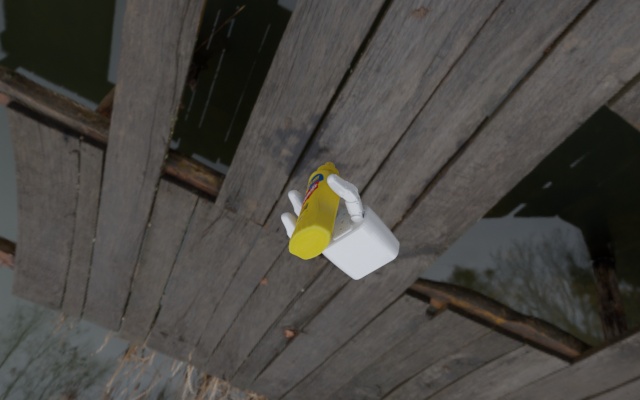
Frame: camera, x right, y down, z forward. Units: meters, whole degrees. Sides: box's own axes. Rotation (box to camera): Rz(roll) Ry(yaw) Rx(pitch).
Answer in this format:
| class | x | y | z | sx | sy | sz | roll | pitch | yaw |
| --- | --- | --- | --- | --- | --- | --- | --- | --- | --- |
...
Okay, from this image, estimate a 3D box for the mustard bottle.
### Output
| class | x | y | z | sx | sy | sz | roll | pitch | yaw |
| --- | --- | --- | --- | --- | --- | --- | --- | --- | --- |
| mustard bottle | 0.000 | 0.003 | 0.827 | 0.058 | 0.191 | 0.096 | 26 | -43 | -12 |
